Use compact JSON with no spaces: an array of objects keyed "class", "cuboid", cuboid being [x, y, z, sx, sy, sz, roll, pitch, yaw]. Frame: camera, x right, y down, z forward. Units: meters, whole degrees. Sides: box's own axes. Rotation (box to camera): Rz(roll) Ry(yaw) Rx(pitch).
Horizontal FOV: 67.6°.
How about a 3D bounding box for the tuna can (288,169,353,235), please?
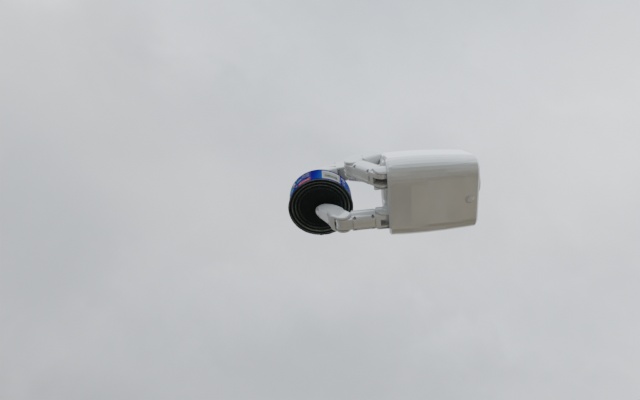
[{"class":"tuna can","cuboid":[0.000,0.002,0.641,0.086,0.086,0.033,0,30,-1]}]
